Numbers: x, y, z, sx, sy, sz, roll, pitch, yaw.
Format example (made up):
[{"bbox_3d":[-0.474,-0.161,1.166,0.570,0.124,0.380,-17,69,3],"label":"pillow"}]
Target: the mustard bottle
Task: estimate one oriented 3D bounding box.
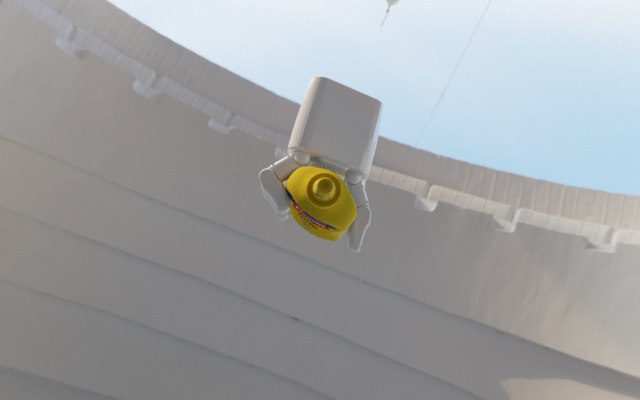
[{"bbox_3d":[0.000,0.002,0.609,0.096,0.058,0.192,40,-11,5],"label":"mustard bottle"}]
